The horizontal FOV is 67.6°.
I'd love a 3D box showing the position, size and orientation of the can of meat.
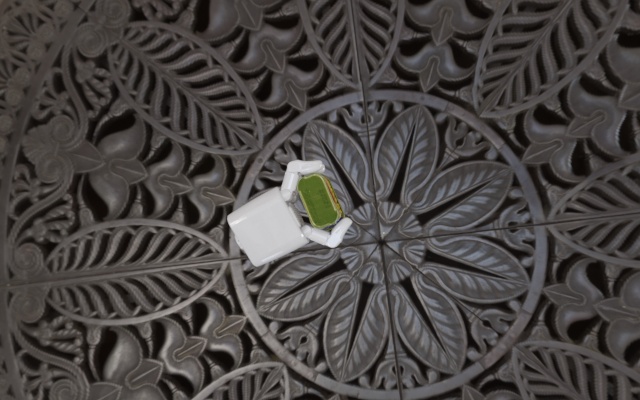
[{"bbox_3d":[0.000,0.003,0.860,0.057,0.102,0.084,-24,-6,6],"label":"can of meat"}]
